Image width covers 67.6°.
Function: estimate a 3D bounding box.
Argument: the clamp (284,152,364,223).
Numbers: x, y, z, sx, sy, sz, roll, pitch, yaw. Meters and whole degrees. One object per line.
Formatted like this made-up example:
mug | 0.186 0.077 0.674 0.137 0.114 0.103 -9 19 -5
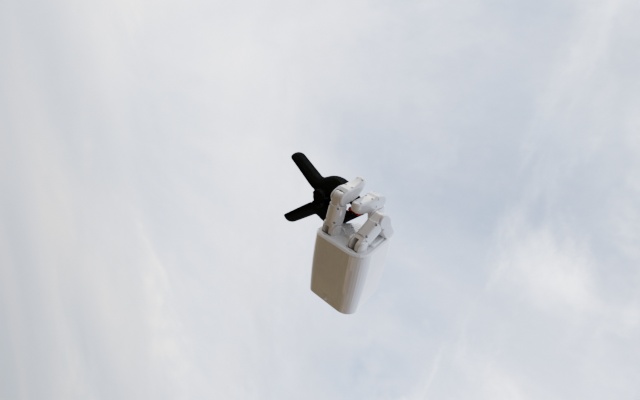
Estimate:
clamp | 0.001 0.002 0.773 0.039 0.120 0.171 -10 30 -40
